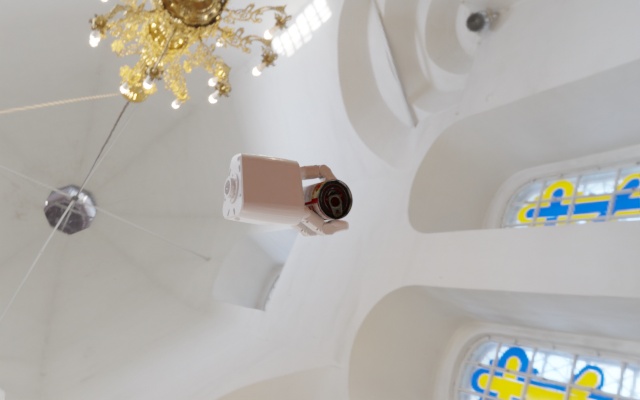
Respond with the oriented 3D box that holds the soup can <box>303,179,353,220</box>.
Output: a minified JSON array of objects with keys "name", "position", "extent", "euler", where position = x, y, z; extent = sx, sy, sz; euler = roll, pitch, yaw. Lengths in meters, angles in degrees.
[{"name":"soup can","position":[0.000,0.003,0.833],"extent":[0.068,0.068,0.102],"euler":[0,-5,-30]}]
